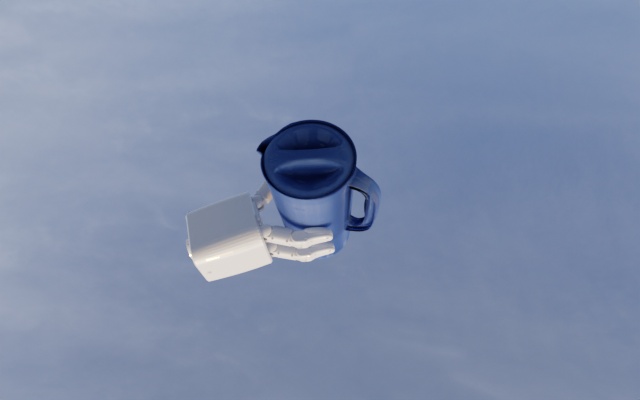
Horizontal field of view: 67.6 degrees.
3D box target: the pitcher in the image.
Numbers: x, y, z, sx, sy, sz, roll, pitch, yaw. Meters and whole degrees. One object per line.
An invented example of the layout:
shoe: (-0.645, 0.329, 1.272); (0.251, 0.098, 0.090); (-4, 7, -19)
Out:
pitcher: (0.000, 0.002, 0.746); (0.145, 0.149, 0.243); (-20, -29, -7)
